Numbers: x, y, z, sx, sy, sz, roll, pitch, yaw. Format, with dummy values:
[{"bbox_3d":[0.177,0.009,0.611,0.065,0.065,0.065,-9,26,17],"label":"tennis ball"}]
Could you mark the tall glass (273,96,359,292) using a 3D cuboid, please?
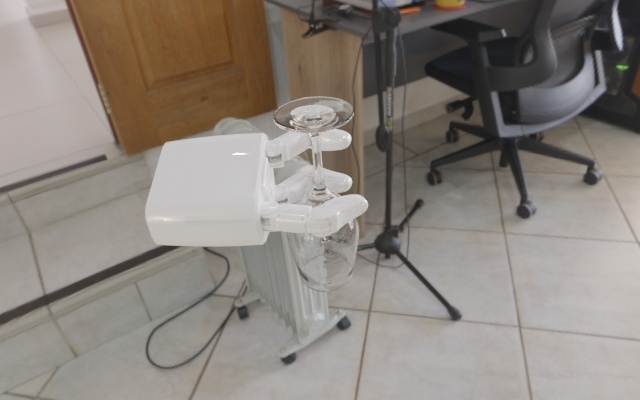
[{"bbox_3d":[0.000,0.001,0.491,0.079,0.201,0.079,-3,35,2],"label":"tall glass"}]
